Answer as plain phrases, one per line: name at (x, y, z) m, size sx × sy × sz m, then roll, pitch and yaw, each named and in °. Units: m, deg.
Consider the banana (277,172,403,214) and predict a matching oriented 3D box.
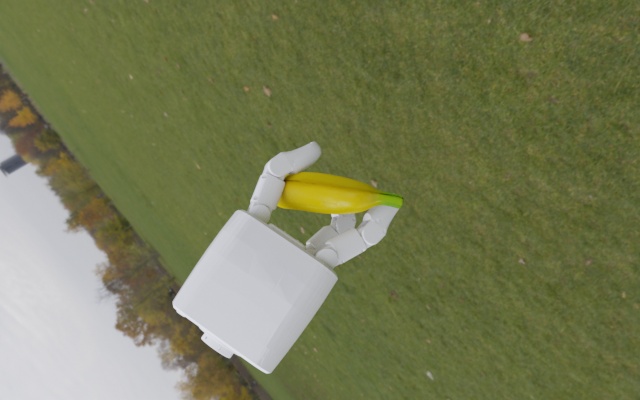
banana at (-0.012, -0.005, 0.485) m, size 0.070 × 0.037 × 0.198 m, roll 25°, pitch -11°, yaw -36°
